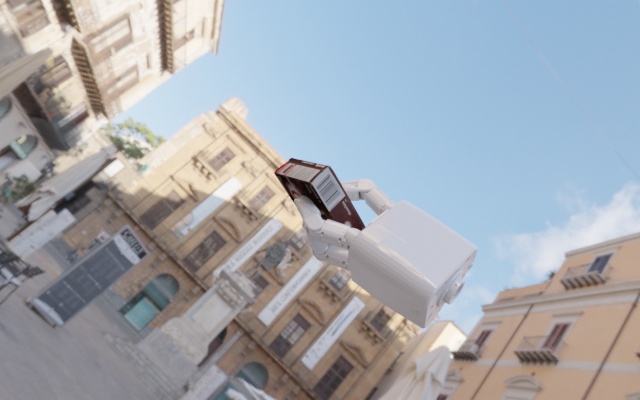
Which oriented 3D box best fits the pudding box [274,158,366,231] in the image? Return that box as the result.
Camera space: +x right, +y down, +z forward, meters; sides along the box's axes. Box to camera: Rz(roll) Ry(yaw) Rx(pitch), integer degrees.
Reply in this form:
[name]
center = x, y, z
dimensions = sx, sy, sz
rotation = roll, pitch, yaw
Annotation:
[pudding box]
center = 0.000, 0.002, 0.618
dimensions = 0.039, 0.113, 0.090
rotation = -42, 31, -21
